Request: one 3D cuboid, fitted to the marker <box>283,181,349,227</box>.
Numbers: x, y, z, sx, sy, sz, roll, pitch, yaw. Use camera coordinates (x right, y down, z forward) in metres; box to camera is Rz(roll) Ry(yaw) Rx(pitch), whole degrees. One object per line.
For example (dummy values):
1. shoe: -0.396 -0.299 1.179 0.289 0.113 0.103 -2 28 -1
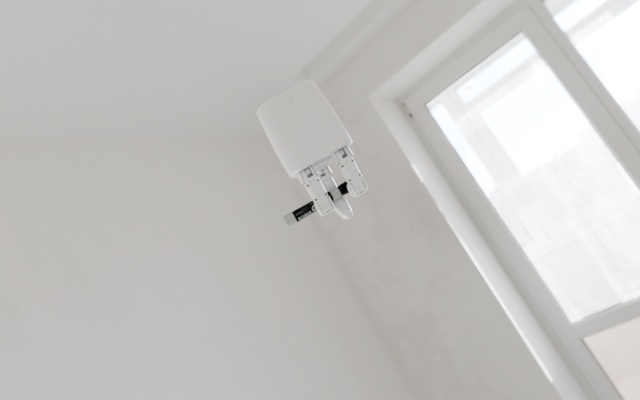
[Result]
1. marker: 0.000 0.002 0.711 0.121 0.020 0.020 -30 4 -7
